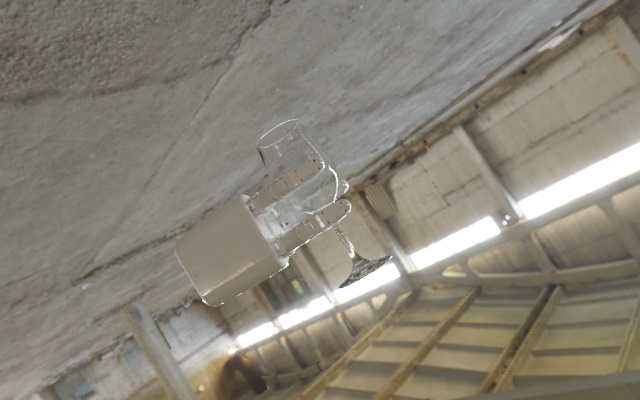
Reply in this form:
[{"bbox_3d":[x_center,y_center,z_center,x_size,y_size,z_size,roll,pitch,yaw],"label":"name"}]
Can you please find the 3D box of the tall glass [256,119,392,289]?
[{"bbox_3d":[0.001,0.002,0.574,0.079,0.201,0.079,-32,-4,-3],"label":"tall glass"}]
